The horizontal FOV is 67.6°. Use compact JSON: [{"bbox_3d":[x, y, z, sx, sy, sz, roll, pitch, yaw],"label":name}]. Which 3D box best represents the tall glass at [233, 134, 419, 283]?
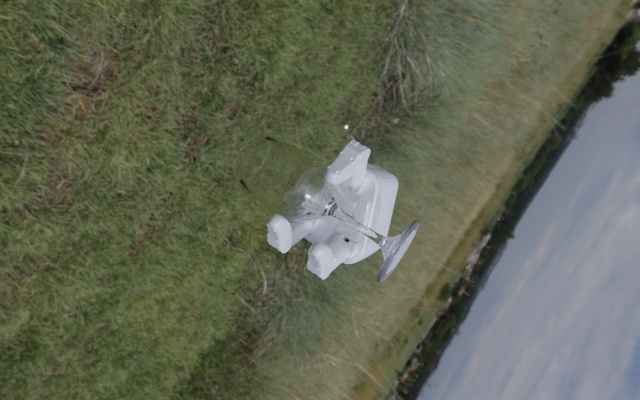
[{"bbox_3d":[0.001,0.002,0.513,0.201,0.079,0.079,32,12,19],"label":"tall glass"}]
